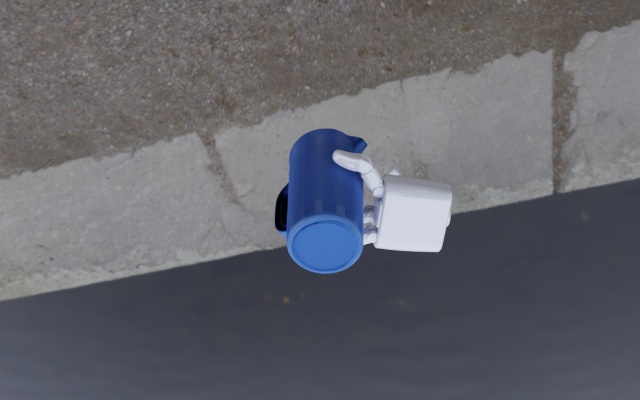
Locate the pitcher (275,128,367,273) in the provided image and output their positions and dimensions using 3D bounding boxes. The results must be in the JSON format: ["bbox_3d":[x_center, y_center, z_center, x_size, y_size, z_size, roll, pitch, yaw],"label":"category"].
[{"bbox_3d":[0.000,0.002,0.757,0.145,0.149,0.242,8,34,-4],"label":"pitcher"}]
